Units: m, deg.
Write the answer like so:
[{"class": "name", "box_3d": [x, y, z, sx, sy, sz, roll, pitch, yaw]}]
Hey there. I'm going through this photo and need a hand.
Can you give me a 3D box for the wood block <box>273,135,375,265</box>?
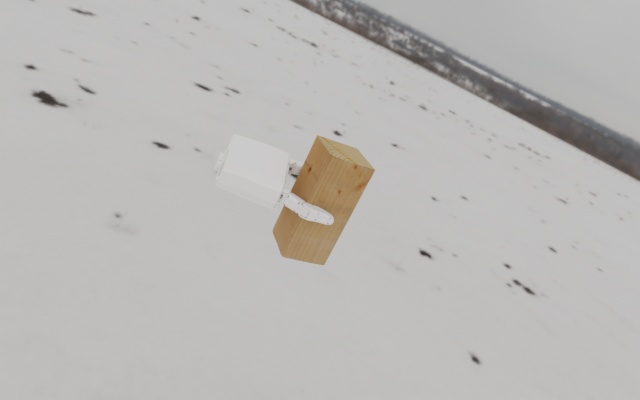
[{"class": "wood block", "box_3d": [0.000, 0.003, 0.856, 0.090, 0.206, 0.090, 15, 24, -26]}]
